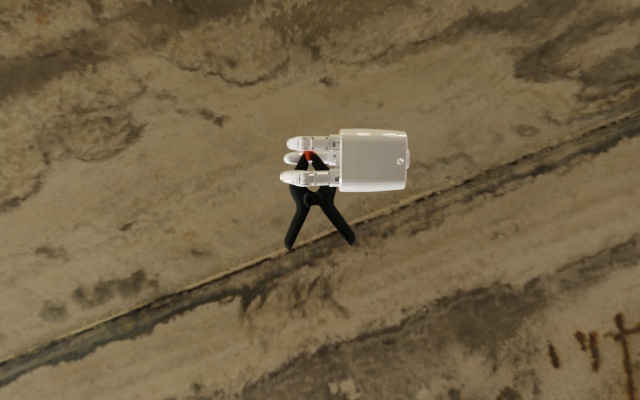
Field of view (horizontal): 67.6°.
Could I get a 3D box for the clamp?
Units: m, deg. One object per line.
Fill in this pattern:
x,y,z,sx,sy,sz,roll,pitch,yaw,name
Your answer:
0.000,0.002,0.793,0.120,0.171,0.039,2,11,2,clamp
